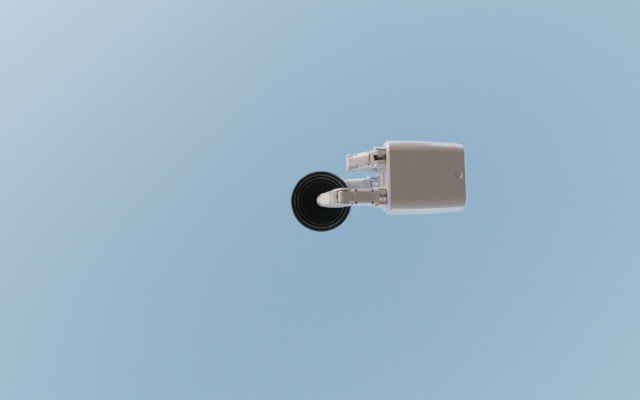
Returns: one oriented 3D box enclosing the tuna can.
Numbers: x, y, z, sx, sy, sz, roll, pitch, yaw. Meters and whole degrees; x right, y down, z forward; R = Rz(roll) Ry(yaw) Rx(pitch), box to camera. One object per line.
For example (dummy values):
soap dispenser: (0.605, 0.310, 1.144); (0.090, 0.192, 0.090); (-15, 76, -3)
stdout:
tuna can: (0.000, 0.002, 0.686); (0.086, 0.086, 0.034); (0, -4, -4)
